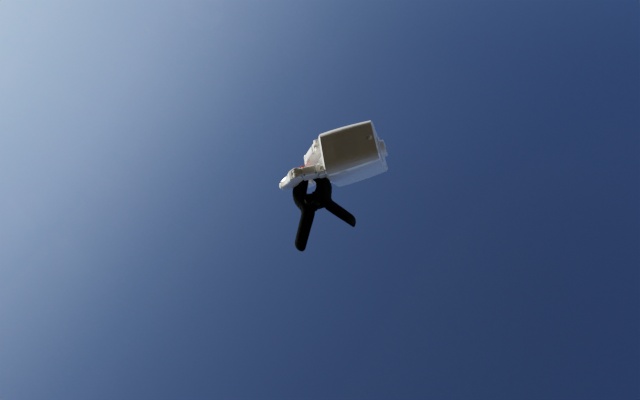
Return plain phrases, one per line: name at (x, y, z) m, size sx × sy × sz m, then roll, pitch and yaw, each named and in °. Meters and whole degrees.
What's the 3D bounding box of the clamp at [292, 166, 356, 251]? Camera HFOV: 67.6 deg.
clamp at (0.000, 0.003, 0.892) m, size 0.120 × 0.171 × 0.039 m, roll -16°, pitch -29°, yaw 13°
